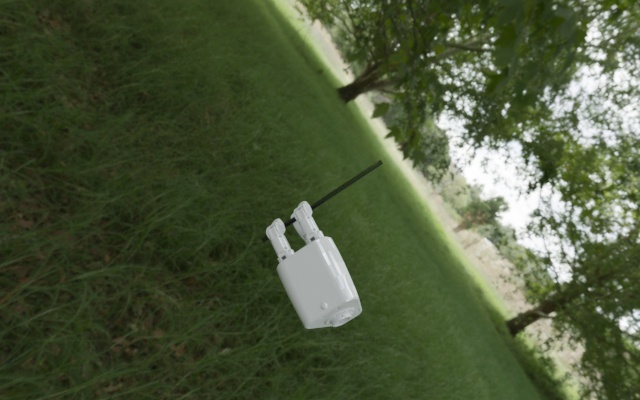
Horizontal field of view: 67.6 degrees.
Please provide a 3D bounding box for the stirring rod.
[{"bbox_3d":[0.000,0.003,0.790,0.239,0.011,0.011,-34,-7,11],"label":"stirring rod"}]
